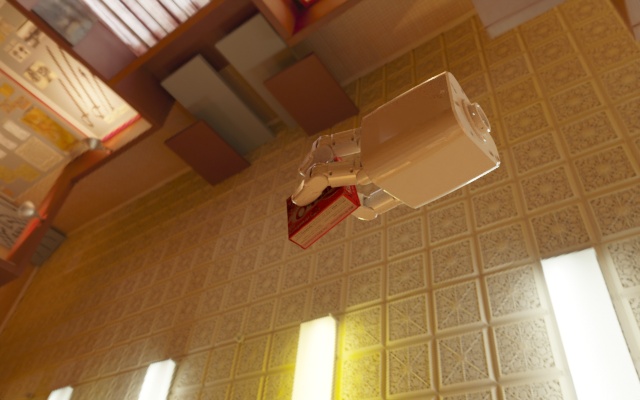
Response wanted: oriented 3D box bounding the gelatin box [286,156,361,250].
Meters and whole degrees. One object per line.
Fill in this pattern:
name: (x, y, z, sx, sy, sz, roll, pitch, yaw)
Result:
gelatin box: (0.000, 0.002, 0.547, 0.030, 0.073, 0.089, 36, -64, -29)
